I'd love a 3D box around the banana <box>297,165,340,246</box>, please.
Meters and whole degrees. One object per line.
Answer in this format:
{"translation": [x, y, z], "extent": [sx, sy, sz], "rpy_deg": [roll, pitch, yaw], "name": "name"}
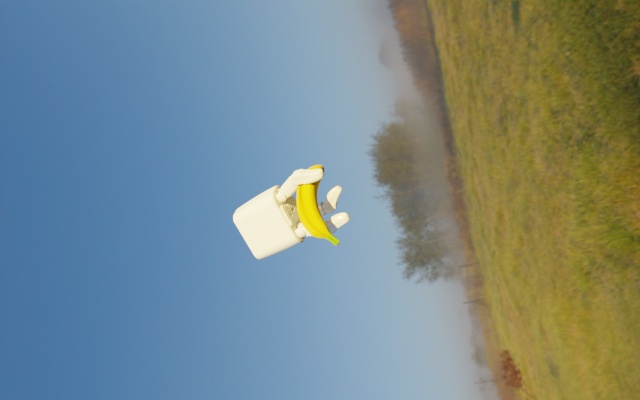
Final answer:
{"translation": [-0.013, -0.001, 0.874], "extent": [0.070, 0.197, 0.037], "rpy_deg": [26, -52, -34], "name": "banana"}
